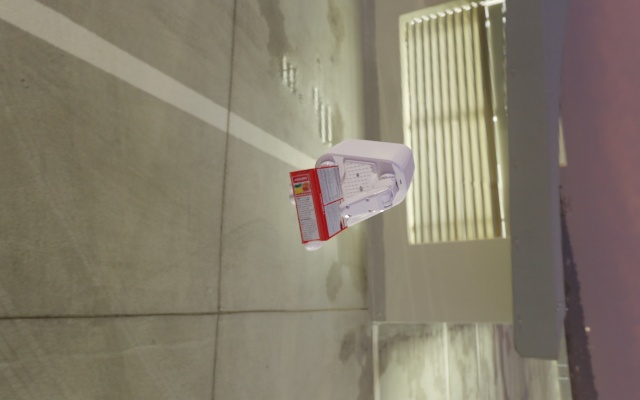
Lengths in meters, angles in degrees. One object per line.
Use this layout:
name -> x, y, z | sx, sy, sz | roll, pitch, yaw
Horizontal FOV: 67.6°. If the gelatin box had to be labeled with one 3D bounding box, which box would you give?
gelatin box -> 0.000, 0.002, 0.505 | 0.030, 0.073, 0.089 | -9, 3, 18
